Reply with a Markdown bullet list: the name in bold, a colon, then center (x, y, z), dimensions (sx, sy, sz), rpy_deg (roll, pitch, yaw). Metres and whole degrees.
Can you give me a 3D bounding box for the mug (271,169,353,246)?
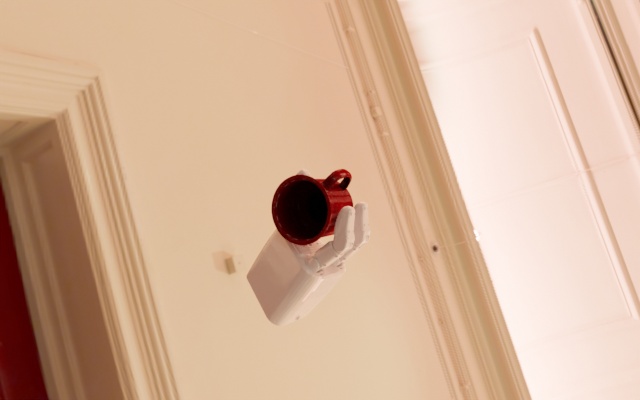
- **mug**: center (0.001, 0.001, 0.654), dimensions (0.093, 0.117, 0.081), rpy_deg (46, 23, 20)
